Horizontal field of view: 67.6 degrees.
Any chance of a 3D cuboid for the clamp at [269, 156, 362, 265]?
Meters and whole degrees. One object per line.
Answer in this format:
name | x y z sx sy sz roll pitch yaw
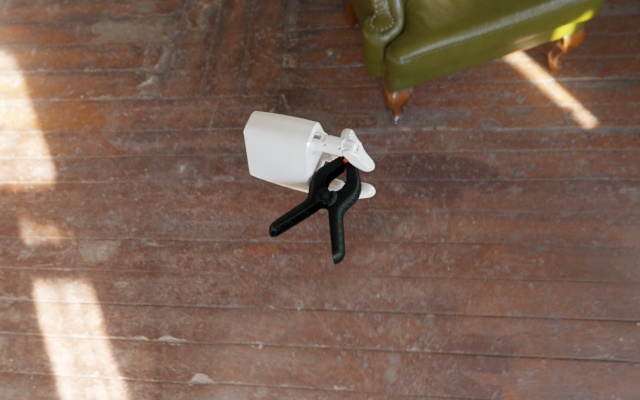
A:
clamp | 0.000 0.002 0.704 0.120 0.171 0.039 15 -25 13
